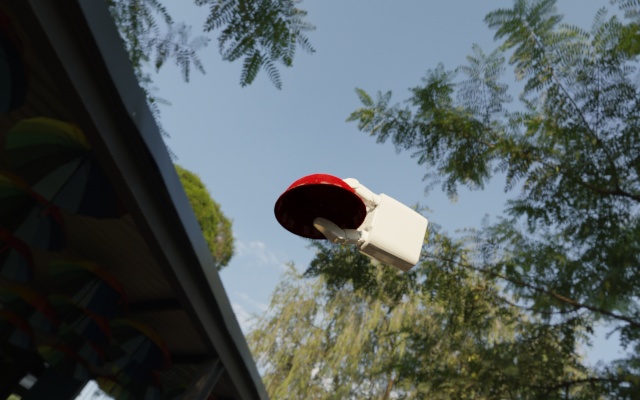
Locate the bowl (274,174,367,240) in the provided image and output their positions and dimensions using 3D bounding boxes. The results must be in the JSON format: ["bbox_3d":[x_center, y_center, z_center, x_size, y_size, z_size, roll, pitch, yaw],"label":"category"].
[{"bbox_3d":[-0.001,0.002,0.842,0.162,0.055,0.162,1,-39,1],"label":"bowl"}]
